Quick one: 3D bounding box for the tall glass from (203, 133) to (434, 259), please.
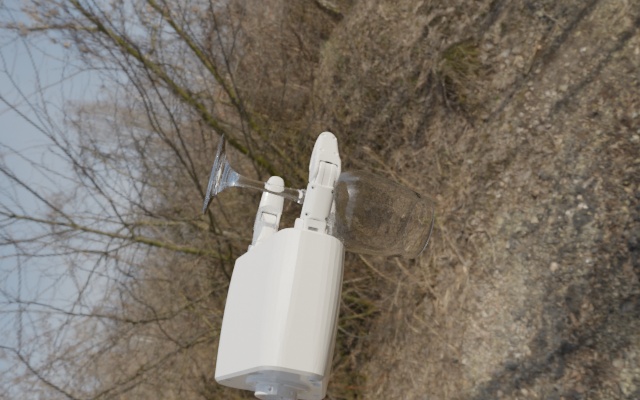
[{"bbox_3d":[-0.001,0.001,0.440,0.201,0.079,0.079,14,-3,-11],"label":"tall glass"}]
